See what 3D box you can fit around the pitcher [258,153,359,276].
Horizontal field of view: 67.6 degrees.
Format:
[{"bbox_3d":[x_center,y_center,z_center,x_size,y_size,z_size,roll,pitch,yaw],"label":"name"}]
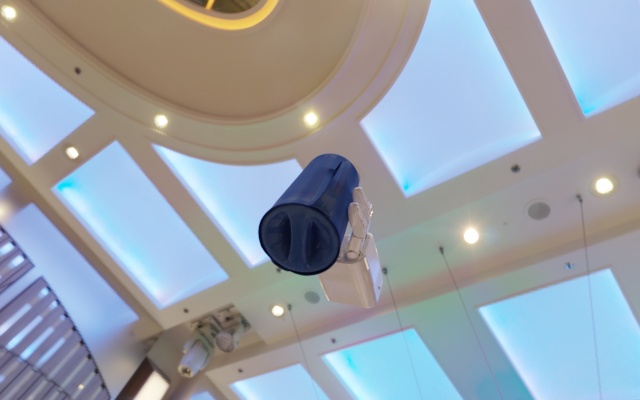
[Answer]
[{"bbox_3d":[0.000,0.003,0.828,0.149,0.145,0.242,-7,26,20],"label":"pitcher"}]
